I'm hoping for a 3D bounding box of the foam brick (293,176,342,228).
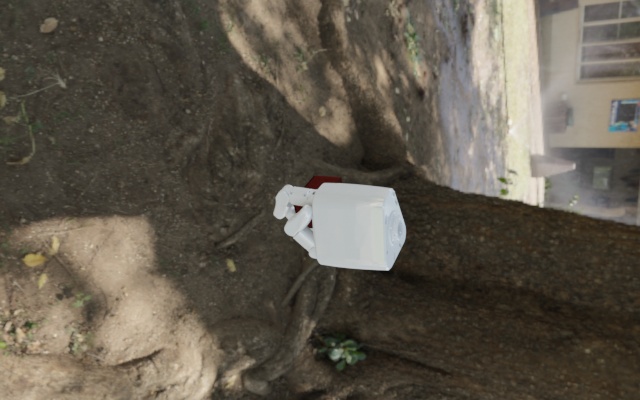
[{"bbox_3d":[0.000,0.002,0.745,0.051,0.053,0.078,3,33,28],"label":"foam brick"}]
